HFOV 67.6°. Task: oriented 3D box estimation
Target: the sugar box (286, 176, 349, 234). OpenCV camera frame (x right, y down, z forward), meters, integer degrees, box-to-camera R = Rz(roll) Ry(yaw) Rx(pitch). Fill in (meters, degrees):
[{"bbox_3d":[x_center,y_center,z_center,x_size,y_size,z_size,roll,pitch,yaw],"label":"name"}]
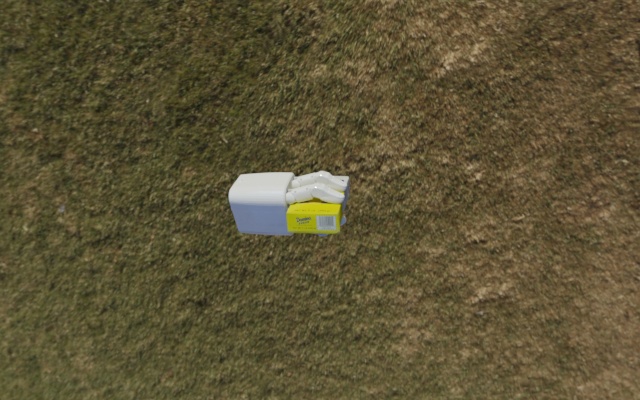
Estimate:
[{"bbox_3d":[0.000,0.002,0.896,0.093,0.048,0.176,1,27,9],"label":"sugar box"}]
